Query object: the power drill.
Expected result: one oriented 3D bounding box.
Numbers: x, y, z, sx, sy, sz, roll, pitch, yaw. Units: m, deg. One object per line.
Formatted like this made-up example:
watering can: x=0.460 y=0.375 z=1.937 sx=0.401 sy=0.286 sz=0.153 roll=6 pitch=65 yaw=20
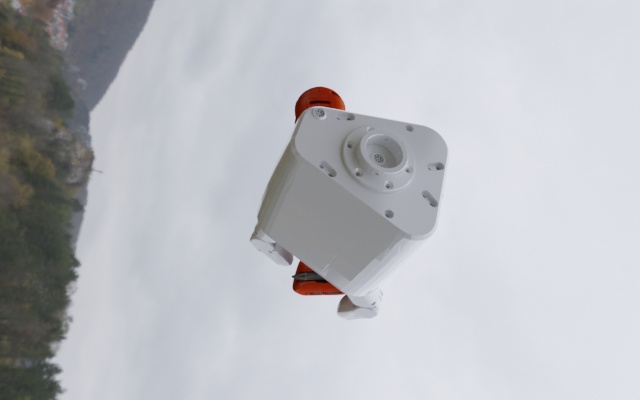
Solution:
power drill: x=0.000 y=0.002 z=0.488 sx=0.057 sy=0.187 sz=0.184 roll=-3 pitch=-12 yaw=1
